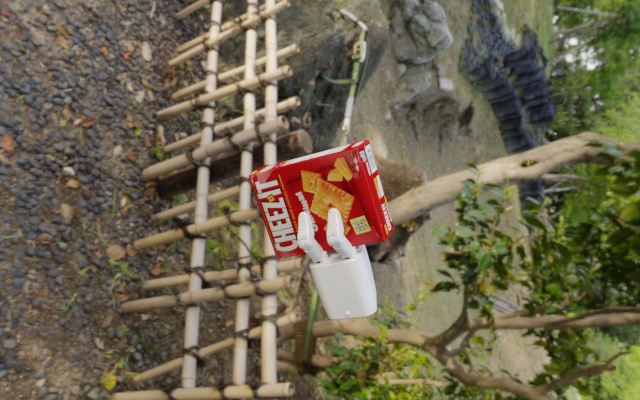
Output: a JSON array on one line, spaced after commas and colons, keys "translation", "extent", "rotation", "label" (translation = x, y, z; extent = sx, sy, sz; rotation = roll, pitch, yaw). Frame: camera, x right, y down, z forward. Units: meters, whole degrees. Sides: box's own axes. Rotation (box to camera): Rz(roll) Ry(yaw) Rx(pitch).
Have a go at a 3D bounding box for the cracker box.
[{"translation": [0.000, 0.003, 0.825], "extent": [0.214, 0.164, 0.072], "rotation": [-12, 12, 25], "label": "cracker box"}]
